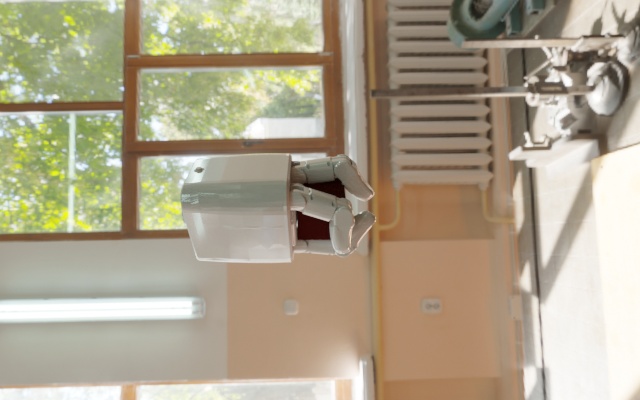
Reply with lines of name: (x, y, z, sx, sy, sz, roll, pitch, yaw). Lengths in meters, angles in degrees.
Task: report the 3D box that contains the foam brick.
foam brick: (0.000, 0.002, 0.534, 0.051, 0.053, 0.078, -1, 29, -1)
